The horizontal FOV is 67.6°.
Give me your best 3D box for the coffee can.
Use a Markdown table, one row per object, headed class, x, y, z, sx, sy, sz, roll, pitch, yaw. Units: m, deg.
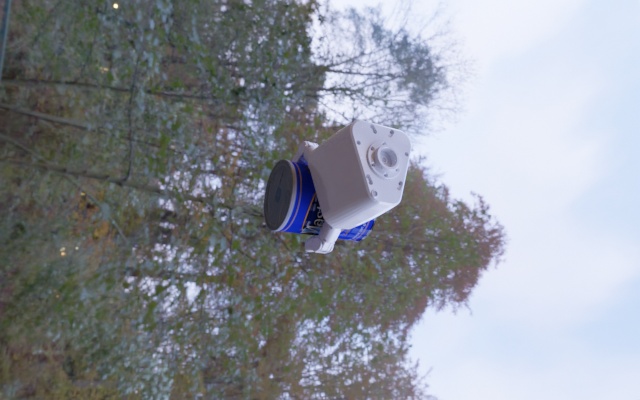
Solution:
| class | x | y | z | sx | sy | sz | roll | pitch | yaw |
| --- | --- | --- | --- | --- | --- | --- | --- | --- | --- |
| coffee can | 0.000 | 0.002 | 0.705 | 0.140 | 0.103 | 0.103 | 10 | -4 | -27 |
